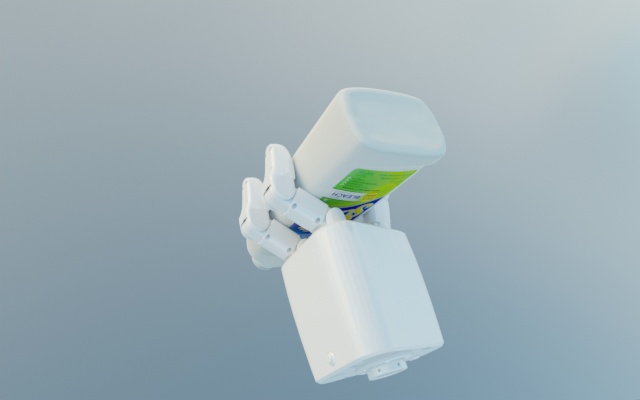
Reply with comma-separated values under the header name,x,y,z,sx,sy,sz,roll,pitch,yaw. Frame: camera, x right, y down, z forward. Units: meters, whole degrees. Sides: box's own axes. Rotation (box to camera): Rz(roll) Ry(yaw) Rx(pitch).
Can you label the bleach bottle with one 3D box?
name,x,y,z,sx,sy,sz,roll,pitch,yaw
bleach bottle,0.000,0.001,0.461,0.102,0.068,0.251,1,-32,-33
